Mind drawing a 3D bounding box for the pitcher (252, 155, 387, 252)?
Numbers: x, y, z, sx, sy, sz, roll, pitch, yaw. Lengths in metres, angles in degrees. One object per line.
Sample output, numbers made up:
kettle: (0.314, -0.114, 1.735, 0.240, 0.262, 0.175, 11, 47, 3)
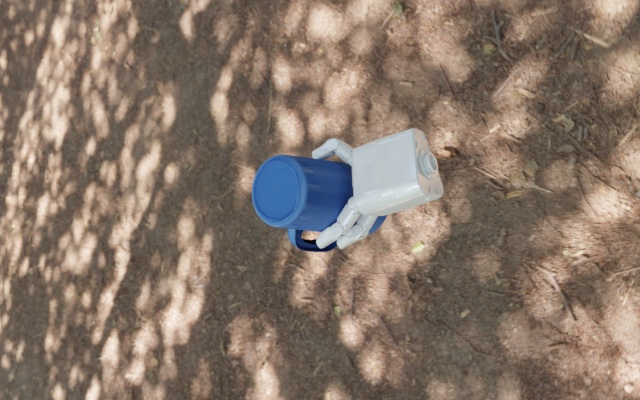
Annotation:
pitcher: (0.000, 0.002, 0.793, 0.145, 0.149, 0.243, -18, -14, 33)
